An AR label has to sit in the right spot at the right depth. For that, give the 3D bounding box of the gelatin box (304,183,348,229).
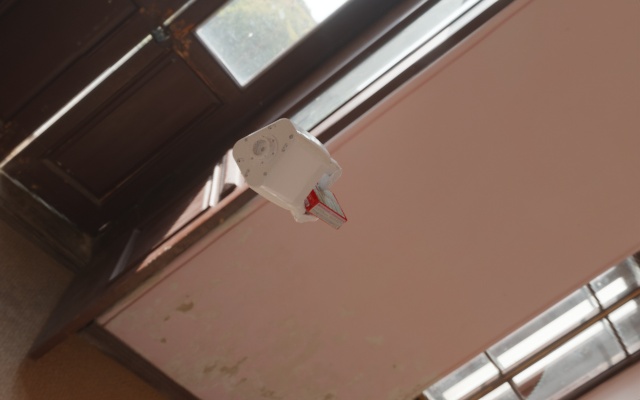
[{"bbox_3d":[0.001,0.003,0.831,0.030,0.073,0.089,-42,-44,16],"label":"gelatin box"}]
